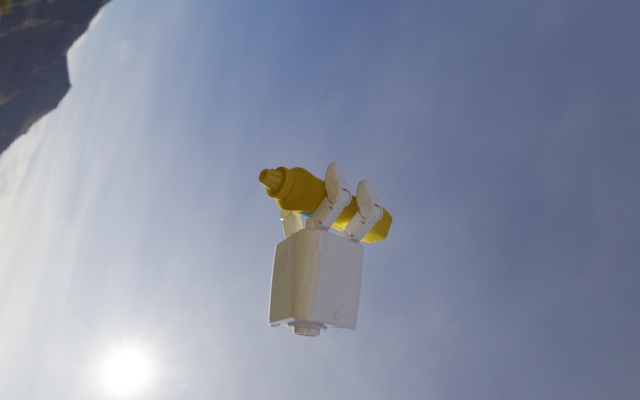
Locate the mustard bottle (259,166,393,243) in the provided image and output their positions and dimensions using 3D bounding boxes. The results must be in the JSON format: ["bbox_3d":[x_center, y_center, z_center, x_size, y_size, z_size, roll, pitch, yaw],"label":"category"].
[{"bbox_3d":[0.000,0.002,0.629,0.192,0.058,0.096,24,-4,-37],"label":"mustard bottle"}]
